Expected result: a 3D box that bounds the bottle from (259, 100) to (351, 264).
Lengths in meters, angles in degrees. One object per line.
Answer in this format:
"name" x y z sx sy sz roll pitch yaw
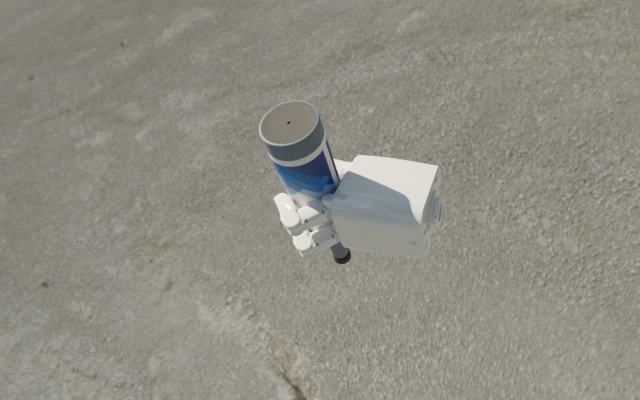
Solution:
"bottle" 0.000 0.002 0.618 0.069 0.069 0.296 0 -35 16
